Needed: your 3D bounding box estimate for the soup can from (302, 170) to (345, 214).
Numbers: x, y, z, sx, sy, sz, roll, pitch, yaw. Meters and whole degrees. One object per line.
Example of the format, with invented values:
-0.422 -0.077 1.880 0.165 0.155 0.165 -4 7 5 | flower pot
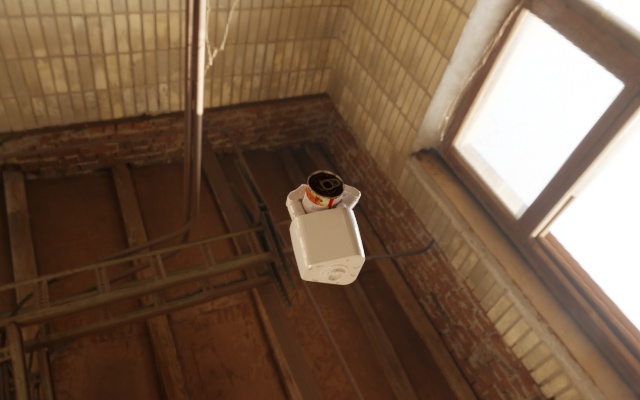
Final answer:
0.000 0.003 0.885 0.068 0.068 0.102 0 -41 -16 | soup can
